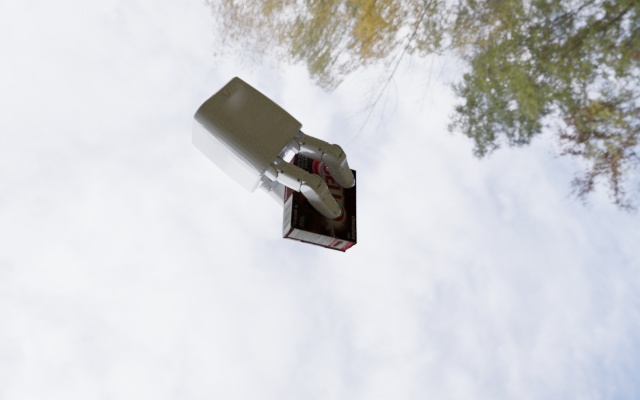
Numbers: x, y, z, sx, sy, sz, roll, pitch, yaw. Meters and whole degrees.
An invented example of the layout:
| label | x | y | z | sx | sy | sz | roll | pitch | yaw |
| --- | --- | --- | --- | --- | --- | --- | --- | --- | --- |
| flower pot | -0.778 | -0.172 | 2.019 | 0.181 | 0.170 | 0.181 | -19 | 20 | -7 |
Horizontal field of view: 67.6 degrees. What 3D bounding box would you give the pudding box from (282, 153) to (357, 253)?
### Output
| label | x | y | z | sx | sy | sz | roll | pitch | yaw |
| --- | --- | --- | --- | --- | --- | --- | --- | --- | --- |
| pudding box | 0.000 | 0.002 | 0.606 | 0.090 | 0.113 | 0.039 | 14 | -31 | -20 |
